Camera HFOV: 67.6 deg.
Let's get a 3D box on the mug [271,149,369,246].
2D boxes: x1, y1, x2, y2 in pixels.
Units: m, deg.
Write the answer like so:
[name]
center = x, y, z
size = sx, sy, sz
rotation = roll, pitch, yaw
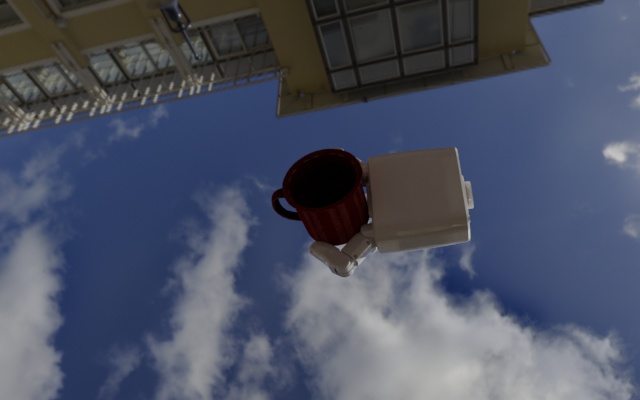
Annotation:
[mug]
center = -0.001, 0.002, 0.565
size = 0.117, 0.093, 0.082
rotation = -9, -40, 13
